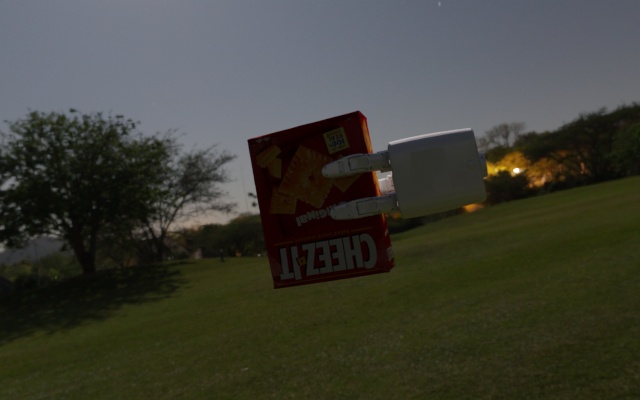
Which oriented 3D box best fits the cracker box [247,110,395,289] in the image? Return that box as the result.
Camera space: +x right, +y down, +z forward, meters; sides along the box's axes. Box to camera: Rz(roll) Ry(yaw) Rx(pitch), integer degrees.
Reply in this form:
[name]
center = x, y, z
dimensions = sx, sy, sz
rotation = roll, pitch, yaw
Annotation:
[cracker box]
center = 0.000, 0.002, 0.655
dimensions = 0.164, 0.213, 0.072
rotation = -11, -3, 15
